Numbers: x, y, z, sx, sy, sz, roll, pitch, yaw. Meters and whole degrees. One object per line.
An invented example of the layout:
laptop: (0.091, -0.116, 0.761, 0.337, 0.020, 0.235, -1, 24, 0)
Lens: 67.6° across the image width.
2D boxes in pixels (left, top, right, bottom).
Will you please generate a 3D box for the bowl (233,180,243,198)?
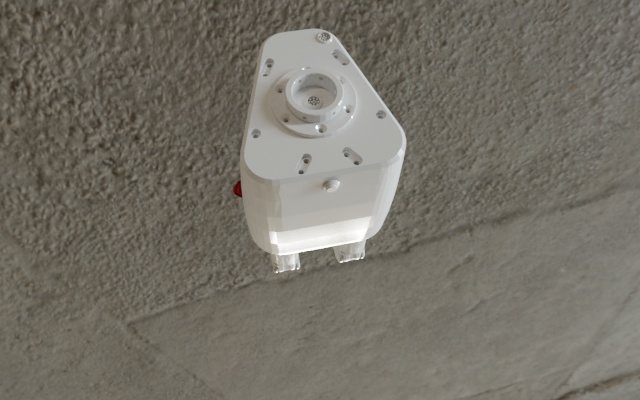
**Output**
bowl: (0.000, 0.002, 0.463, 0.162, 0.055, 0.162, -11, -9, -2)
